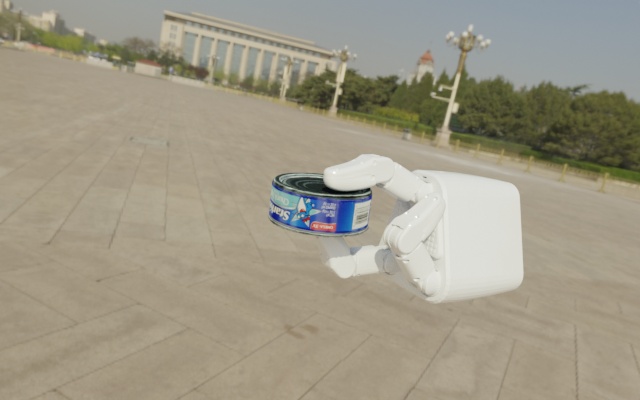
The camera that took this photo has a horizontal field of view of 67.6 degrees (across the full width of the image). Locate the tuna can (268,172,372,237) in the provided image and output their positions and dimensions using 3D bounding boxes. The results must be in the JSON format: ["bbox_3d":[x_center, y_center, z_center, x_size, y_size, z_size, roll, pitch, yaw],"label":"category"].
[{"bbox_3d":[0.000,0.001,0.401,0.086,0.034,0.086,6,14,-2],"label":"tuna can"}]
